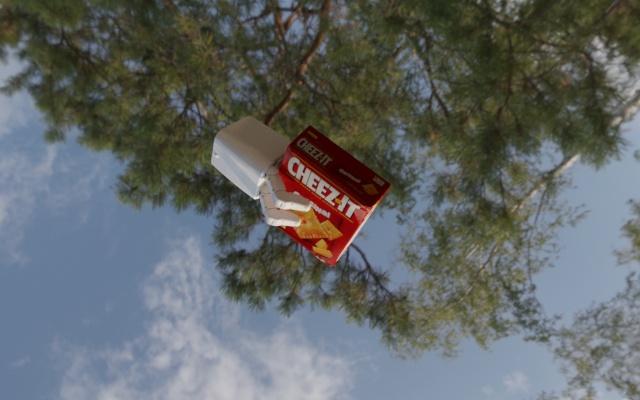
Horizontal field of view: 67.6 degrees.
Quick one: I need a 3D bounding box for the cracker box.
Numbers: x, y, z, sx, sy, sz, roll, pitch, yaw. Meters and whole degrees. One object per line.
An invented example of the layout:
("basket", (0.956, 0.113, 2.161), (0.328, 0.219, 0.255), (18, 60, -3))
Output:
("cracker box", (0.000, 0.003, 0.817), (0.164, 0.072, 0.214), (37, -36, 7))
